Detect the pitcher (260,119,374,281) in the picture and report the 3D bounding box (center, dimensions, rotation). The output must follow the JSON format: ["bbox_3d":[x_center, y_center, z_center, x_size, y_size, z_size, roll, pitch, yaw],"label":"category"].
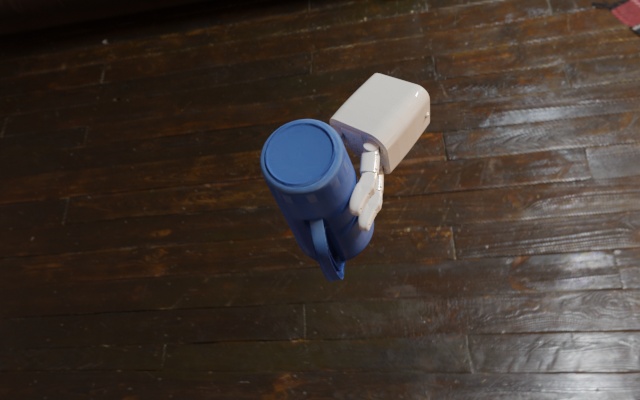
[{"bbox_3d":[0.000,0.002,0.682,0.149,0.145,0.243,37,-12,25],"label":"pitcher"}]
